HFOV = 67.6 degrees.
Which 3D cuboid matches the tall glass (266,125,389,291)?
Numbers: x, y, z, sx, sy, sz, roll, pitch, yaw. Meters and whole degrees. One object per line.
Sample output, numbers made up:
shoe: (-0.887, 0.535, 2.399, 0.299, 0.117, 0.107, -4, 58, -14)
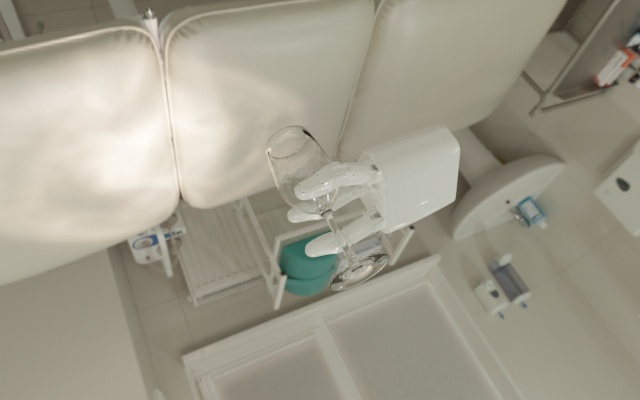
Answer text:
tall glass: (0.000, 0.002, 0.568, 0.079, 0.201, 0.079, -22, -28, -13)
